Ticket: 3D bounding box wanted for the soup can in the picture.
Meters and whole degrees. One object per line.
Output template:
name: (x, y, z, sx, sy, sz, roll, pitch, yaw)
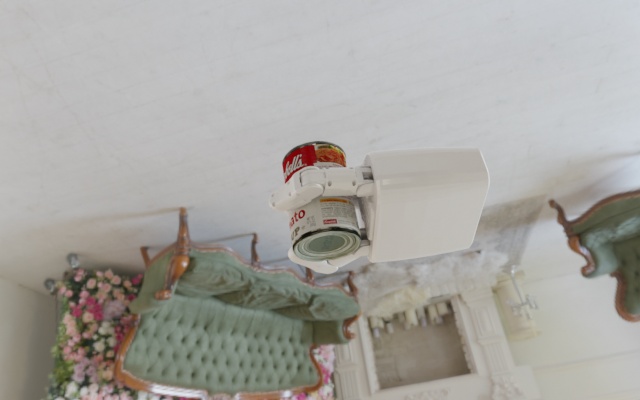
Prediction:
soup can: (0.000, 0.002, 0.476, 0.068, 0.102, 0.068, -6, -31, -4)
